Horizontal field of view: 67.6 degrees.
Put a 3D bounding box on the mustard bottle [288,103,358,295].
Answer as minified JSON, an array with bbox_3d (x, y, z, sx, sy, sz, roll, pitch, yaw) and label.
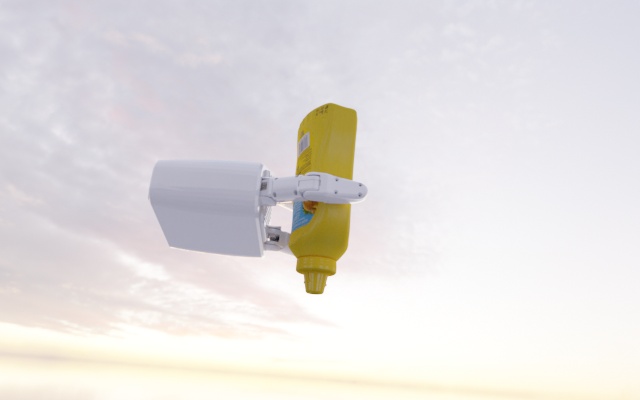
[{"bbox_3d":[0.000,0.001,0.501,0.058,0.191,0.096,13,-22,-21],"label":"mustard bottle"}]
